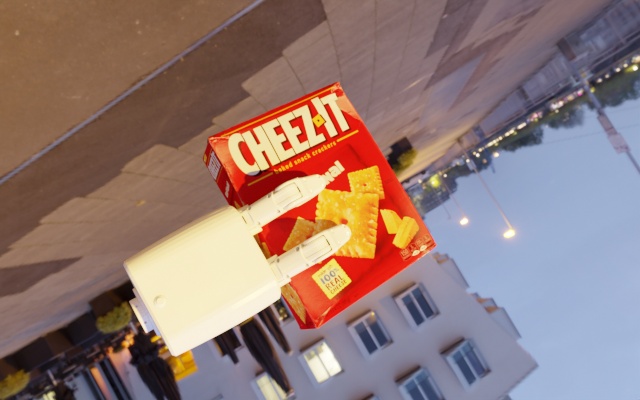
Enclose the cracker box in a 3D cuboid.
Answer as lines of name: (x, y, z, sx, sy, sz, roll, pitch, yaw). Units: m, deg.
cracker box: (0.000, 0.002, 0.508, 0.164, 0.213, 0.072, -29, -4, -23)
